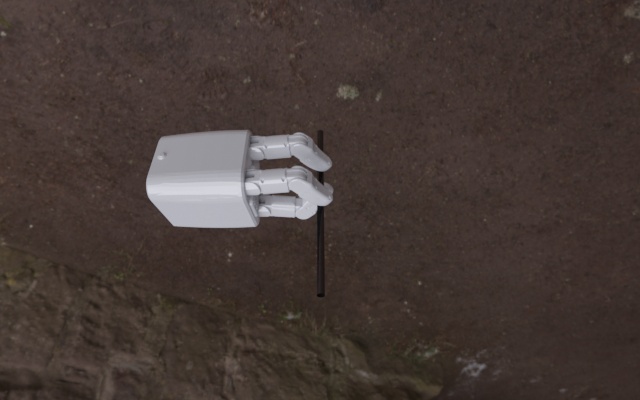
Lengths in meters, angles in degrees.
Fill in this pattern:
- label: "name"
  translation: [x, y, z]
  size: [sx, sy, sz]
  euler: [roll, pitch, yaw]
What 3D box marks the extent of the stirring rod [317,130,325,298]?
- label: "stirring rod"
  translation: [0.000, 0.002, 0.543]
  size: [0.011, 0.239, 0.011]
  euler: [0, -41, 0]
